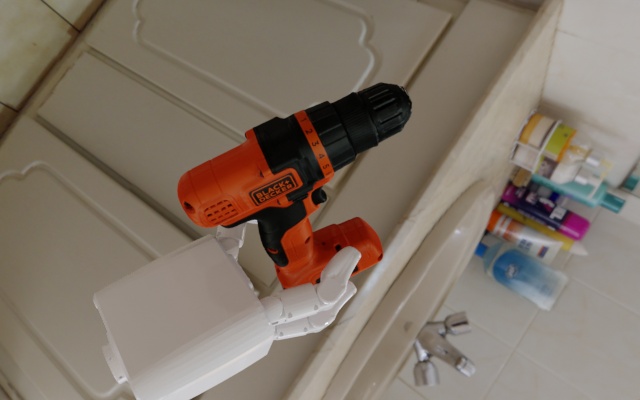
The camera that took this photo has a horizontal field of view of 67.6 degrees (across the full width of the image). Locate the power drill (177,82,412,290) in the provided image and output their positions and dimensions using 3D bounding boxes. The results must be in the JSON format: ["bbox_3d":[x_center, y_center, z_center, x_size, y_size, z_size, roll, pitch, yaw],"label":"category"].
[{"bbox_3d":[0.000,0.002,0.407,0.184,0.057,0.188,-24,-40,1],"label":"power drill"}]
